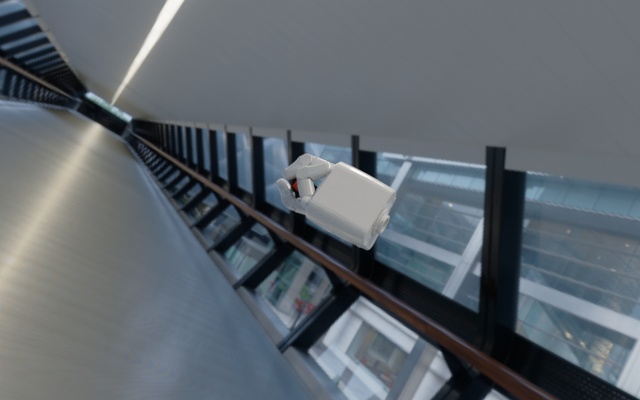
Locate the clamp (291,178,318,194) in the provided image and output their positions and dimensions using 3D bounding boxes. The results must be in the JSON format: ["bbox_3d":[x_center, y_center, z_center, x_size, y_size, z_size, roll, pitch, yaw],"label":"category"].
[{"bbox_3d":[0.000,0.002,0.876,0.120,0.039,0.171,28,-6,19],"label":"clamp"}]
